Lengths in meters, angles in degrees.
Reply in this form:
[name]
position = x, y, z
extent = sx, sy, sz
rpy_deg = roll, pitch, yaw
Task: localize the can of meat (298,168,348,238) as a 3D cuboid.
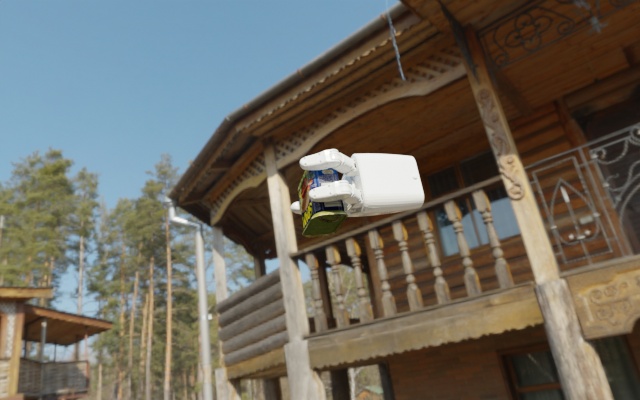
[can of meat]
position = 0.000, 0.002, 0.760
extent = 0.057, 0.084, 0.102
rpy_deg = -3, -23, -15
